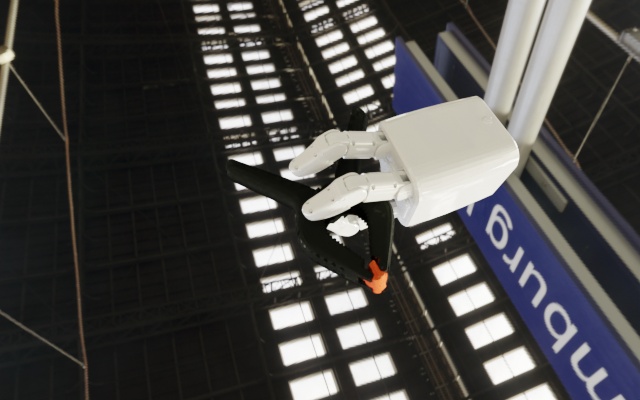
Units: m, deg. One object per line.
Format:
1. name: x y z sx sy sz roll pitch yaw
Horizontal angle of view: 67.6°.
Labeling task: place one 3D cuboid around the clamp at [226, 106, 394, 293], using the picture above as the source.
1. clamp: 0.001 0.002 0.469 0.164 0.209 0.036 -19 -36 -3
